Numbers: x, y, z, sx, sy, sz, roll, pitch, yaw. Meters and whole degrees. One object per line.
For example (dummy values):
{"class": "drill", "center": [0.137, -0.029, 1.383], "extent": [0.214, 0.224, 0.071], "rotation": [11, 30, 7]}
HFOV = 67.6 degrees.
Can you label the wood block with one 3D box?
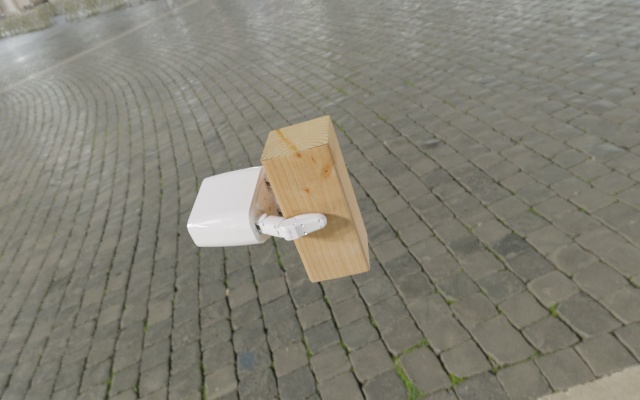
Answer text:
{"class": "wood block", "center": [0.000, 0.002, 0.664], "extent": [0.090, 0.206, 0.090], "rotation": [-13, 31, 11]}
